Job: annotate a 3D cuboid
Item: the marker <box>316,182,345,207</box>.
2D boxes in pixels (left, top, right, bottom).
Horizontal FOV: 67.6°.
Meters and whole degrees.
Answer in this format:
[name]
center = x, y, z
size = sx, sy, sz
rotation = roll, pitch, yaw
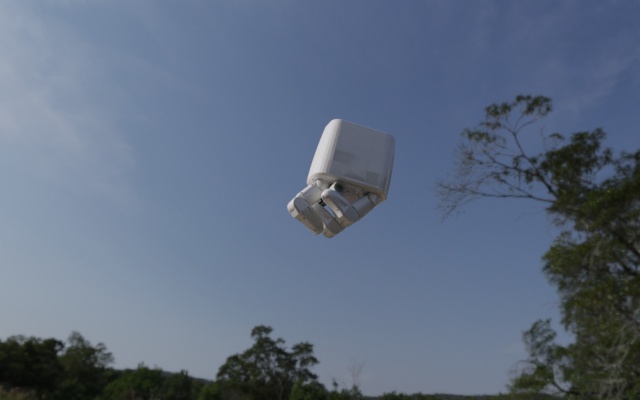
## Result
[marker]
center = 0.000, 0.002, 0.710
size = 0.020, 0.020, 0.121
rotation = 0, -19, -28
